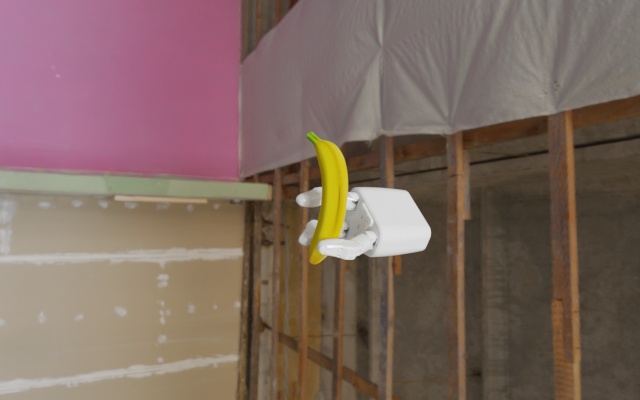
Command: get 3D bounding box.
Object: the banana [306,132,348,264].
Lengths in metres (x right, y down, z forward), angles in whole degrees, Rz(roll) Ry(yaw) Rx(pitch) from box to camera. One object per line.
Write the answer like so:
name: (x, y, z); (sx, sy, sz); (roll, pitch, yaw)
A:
banana: (0.010, 0.001, 0.691); (0.037, 0.198, 0.069); (-4, 8, -33)
